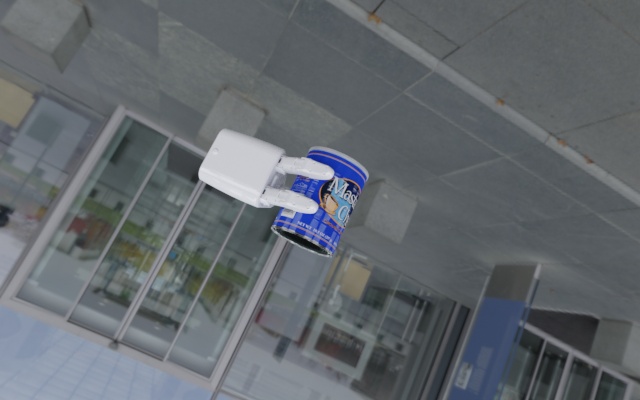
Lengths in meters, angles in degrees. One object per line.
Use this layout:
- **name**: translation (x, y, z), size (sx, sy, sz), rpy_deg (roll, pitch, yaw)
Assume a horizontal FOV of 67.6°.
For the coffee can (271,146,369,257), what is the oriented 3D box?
- **coffee can**: translation (0.000, 0.002, 0.735), size (0.103, 0.140, 0.103), rpy_deg (24, -14, 6)
